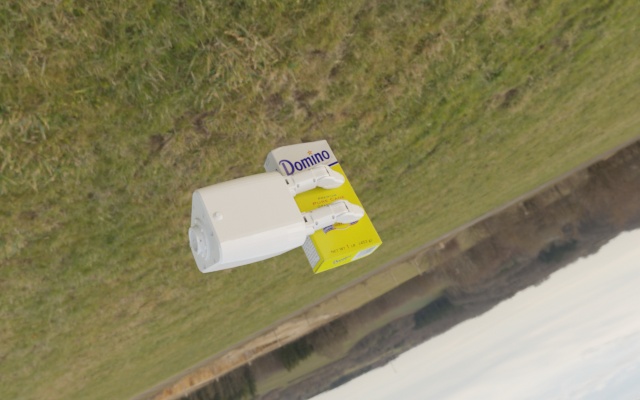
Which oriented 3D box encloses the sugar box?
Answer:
[{"bbox_3d":[0.000,0.002,0.644,0.093,0.176,0.048,-14,-24,-29],"label":"sugar box"}]
